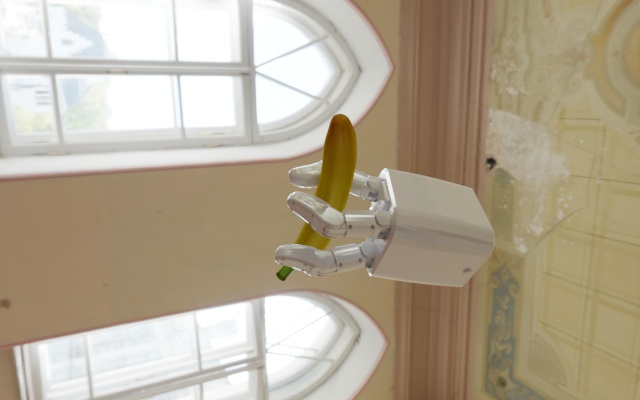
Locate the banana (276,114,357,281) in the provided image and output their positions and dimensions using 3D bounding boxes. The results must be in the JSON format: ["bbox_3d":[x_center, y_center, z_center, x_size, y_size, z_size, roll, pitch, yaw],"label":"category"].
[{"bbox_3d":[0.006,-0.002,0.502,0.037,0.198,0.069,26,27,13],"label":"banana"}]
